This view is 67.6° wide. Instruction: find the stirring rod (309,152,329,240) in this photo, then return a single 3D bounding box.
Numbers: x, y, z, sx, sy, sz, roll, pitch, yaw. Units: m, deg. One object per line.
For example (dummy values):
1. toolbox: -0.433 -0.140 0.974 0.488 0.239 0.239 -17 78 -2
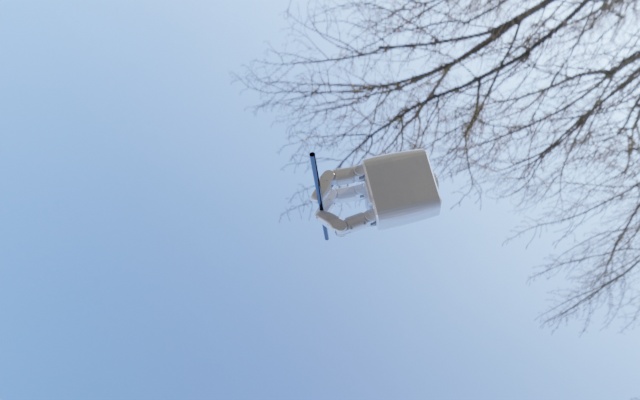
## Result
1. stirring rod: 0.000 0.002 0.747 0.011 0.011 0.240 0 -33 6
